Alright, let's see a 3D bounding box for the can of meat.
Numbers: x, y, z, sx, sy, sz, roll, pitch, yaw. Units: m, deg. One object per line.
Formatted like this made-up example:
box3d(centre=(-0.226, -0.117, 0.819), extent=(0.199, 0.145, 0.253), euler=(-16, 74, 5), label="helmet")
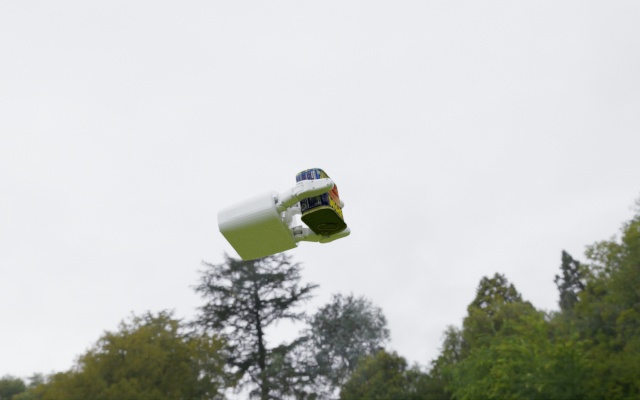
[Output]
box3d(centre=(0.000, 0.002, 0.814), extent=(0.057, 0.084, 0.102), euler=(-20, -30, 15), label="can of meat")
